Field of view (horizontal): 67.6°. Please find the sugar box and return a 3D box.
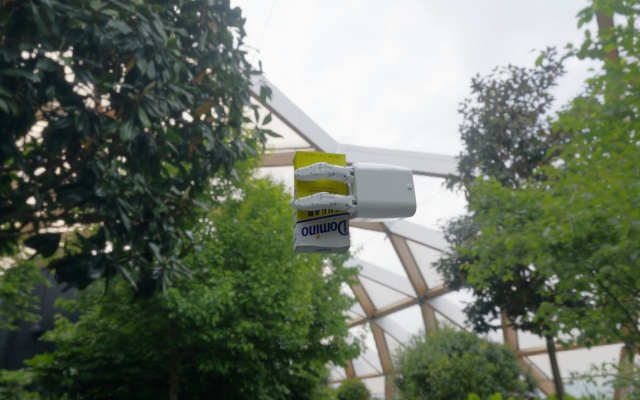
[{"bbox_3d":[0.000,0.002,0.827,0.093,0.176,0.048,2,-24,-12],"label":"sugar box"}]
